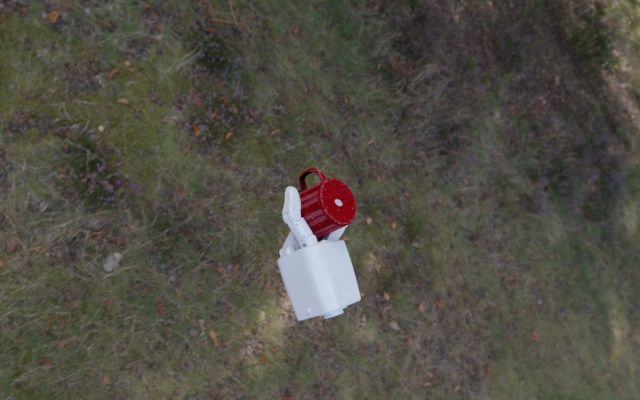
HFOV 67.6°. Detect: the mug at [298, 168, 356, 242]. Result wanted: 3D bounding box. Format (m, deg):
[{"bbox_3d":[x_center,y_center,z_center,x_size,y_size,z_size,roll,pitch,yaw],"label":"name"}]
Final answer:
[{"bbox_3d":[0.000,0.001,0.782,0.093,0.117,0.081,-10,-12,-46],"label":"mug"}]
